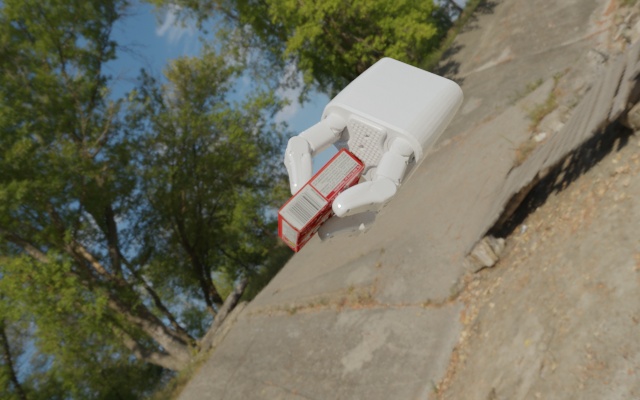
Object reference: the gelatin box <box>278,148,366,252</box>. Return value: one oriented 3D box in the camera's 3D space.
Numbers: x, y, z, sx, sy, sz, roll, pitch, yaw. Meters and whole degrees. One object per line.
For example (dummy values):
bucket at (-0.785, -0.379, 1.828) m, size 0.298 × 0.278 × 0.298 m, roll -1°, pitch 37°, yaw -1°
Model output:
gelatin box at (-0.001, 0.001, 0.447) m, size 0.030 × 0.089 × 0.073 m, roll 42°, pitch -18°, yaw 10°
